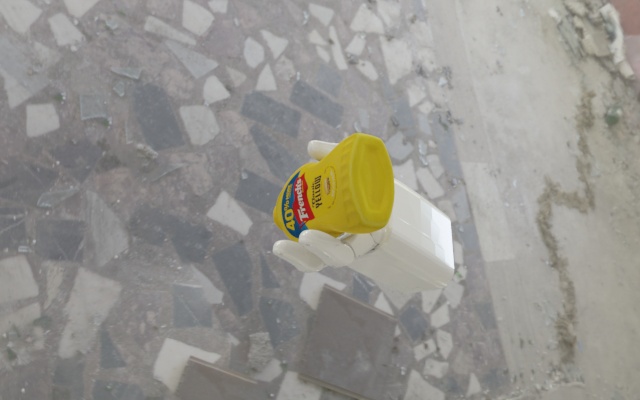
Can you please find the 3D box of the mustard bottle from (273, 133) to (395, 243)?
[{"bbox_3d":[0.000,0.002,0.530,0.058,0.096,0.192,6,-18,-32],"label":"mustard bottle"}]
